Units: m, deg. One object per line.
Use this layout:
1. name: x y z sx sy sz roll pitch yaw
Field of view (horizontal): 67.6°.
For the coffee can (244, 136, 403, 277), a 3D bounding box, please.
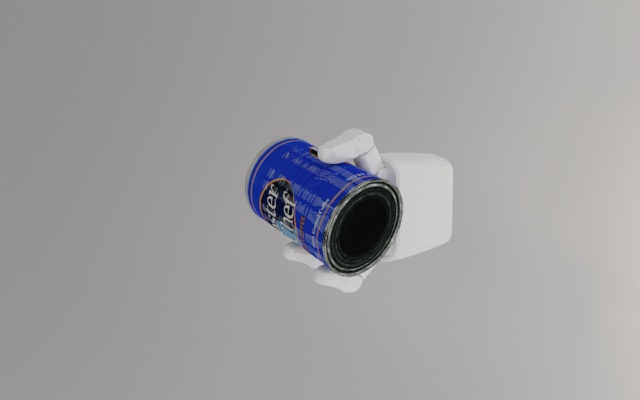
1. coffee can: 0.000 0.002 0.500 0.103 0.103 0.140 0 22 -42
